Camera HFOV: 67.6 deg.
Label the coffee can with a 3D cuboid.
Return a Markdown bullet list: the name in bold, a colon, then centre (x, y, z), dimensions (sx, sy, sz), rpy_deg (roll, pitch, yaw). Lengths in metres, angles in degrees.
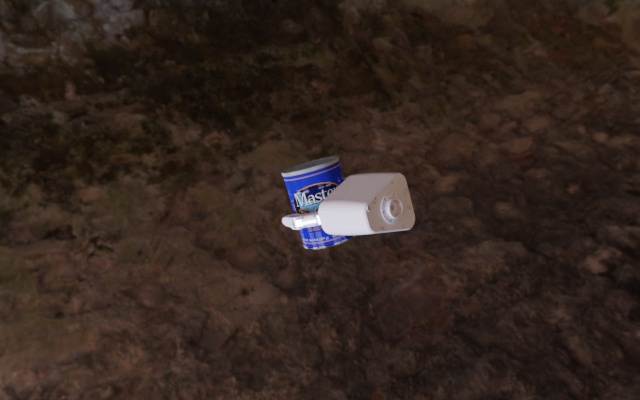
- **coffee can**: centre (0.000, 0.003, 0.844), dimensions (0.103, 0.140, 0.103), rpy_deg (-16, 11, 3)
